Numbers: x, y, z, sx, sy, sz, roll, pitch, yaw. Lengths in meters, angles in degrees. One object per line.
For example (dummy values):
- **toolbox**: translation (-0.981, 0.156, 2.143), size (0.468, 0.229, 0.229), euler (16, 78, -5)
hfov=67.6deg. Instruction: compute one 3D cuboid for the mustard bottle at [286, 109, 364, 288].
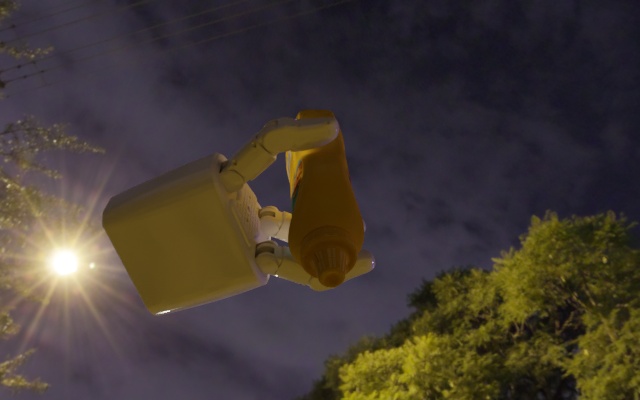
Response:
- **mustard bottle**: translation (0.000, 0.001, 0.400), size (0.058, 0.096, 0.191), euler (1, 32, -5)
